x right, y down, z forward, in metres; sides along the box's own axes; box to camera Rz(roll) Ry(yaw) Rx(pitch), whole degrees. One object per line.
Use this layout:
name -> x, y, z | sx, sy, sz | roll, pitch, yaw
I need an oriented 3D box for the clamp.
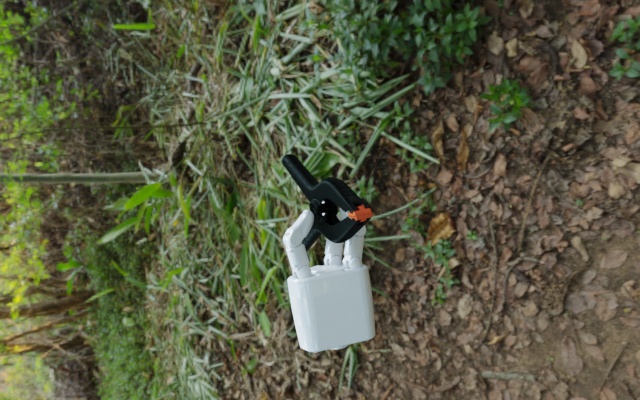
clamp -> 0.000, 0.003, 0.705 | 0.036, 0.164, 0.210 | -13, 3, -30
